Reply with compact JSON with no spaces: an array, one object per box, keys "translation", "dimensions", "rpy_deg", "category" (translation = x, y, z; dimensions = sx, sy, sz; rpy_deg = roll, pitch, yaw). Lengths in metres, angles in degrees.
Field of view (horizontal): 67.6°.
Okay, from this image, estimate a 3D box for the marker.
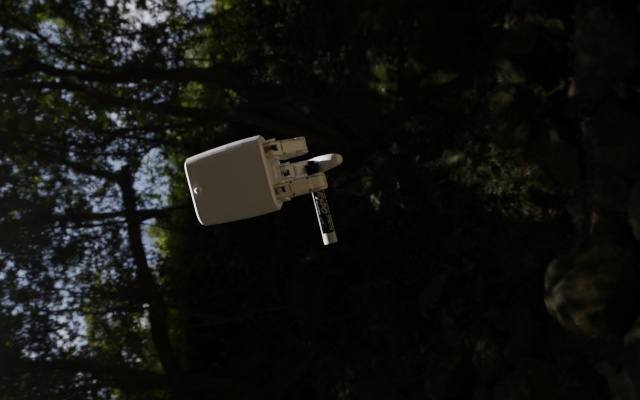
[{"translation":[0.000,0.002,0.680],"dimensions":[0.020,0.121,0.020],"rpy_deg":[-14,-1,0],"category":"marker"}]
